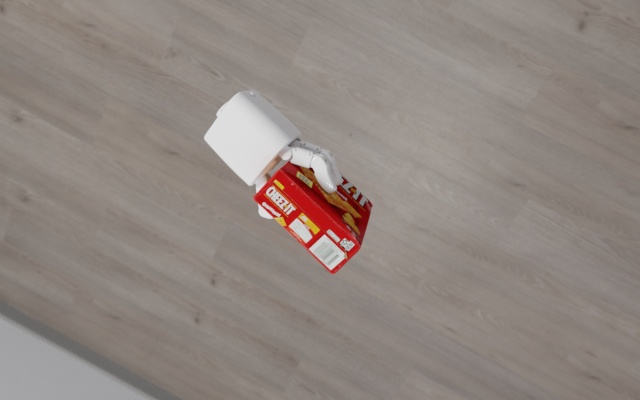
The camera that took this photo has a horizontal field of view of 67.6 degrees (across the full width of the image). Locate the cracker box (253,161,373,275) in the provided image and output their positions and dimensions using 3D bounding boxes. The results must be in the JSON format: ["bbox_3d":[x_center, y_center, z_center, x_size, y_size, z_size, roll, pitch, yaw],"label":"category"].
[{"bbox_3d":[0.000,0.003,0.771,0.072,0.164,0.213,-45,4,19],"label":"cracker box"}]
